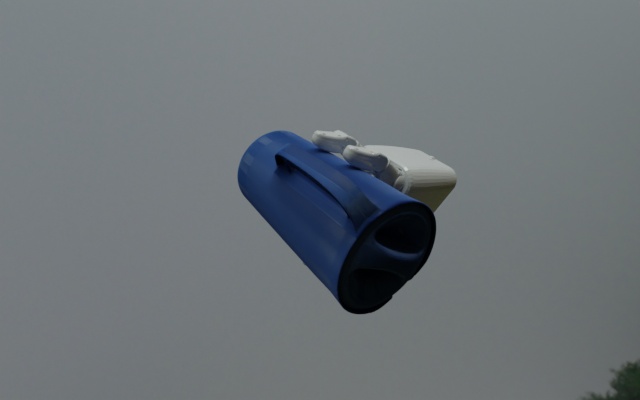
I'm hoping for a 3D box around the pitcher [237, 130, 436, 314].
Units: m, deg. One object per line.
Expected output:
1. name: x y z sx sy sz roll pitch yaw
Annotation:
1. pitcher: 0.000 0.002 0.550 0.145 0.149 0.242 -5 30 -39
